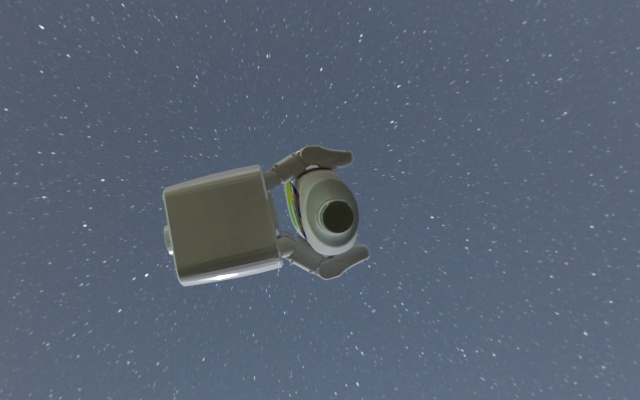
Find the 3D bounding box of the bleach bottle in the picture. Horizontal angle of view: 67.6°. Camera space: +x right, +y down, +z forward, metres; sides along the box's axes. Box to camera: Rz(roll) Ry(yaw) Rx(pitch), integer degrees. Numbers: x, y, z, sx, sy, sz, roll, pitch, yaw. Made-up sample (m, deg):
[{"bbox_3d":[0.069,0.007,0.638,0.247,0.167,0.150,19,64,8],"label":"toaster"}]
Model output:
[{"bbox_3d":[0.000,0.002,0.536,0.068,0.102,0.251,-11,3,-6],"label":"bleach bottle"}]
